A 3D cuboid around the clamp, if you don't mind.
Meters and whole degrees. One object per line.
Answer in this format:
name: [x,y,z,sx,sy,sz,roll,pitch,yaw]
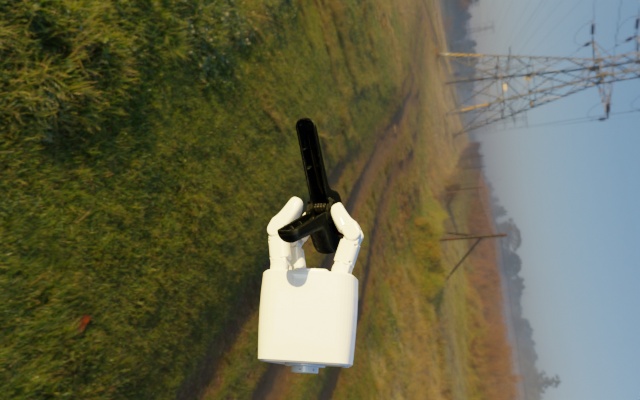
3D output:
clamp: [0.001,0.002,0.635,0.036,0.164,0.210,-1,-21,19]
